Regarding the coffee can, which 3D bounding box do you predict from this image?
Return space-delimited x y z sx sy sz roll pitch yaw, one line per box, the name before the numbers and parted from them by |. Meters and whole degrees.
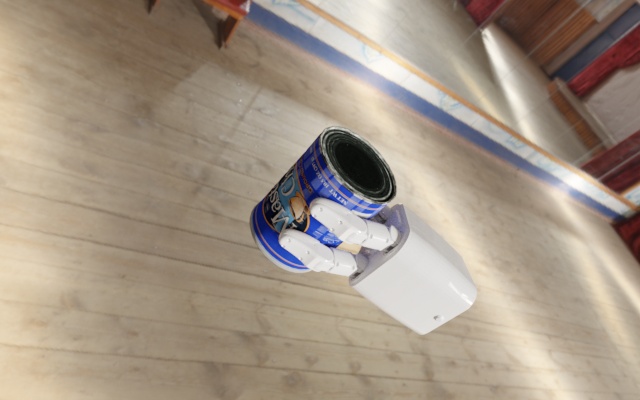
coffee can | 0.000 0.002 0.532 0.103 0.102 0.140 0 -35 -46
